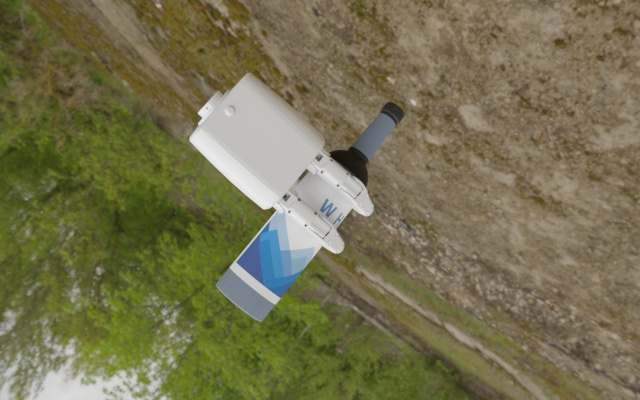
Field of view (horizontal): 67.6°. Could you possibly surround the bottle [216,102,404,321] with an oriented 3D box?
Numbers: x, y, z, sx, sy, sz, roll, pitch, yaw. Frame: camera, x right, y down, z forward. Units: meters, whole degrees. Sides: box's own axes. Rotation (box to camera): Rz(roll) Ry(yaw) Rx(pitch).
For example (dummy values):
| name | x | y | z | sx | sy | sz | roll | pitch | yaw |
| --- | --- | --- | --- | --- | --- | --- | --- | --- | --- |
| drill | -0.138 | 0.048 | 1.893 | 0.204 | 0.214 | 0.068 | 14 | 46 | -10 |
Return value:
| name | x | y | z | sx | sy | sz | roll | pitch | yaw |
| --- | --- | --- | --- | --- | --- | --- | --- | --- | --- |
| bottle | 0.000 | 0.002 | 0.557 | 0.069 | 0.295 | 0.069 | 38 | -9 | 7 |
